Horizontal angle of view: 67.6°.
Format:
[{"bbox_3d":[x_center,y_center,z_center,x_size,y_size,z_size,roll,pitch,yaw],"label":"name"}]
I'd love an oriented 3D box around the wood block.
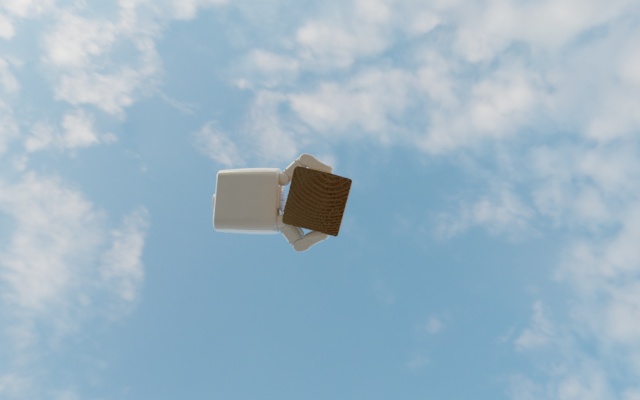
[{"bbox_3d":[0.000,0.002,0.807,0.090,0.091,0.206,14,0,3],"label":"wood block"}]
